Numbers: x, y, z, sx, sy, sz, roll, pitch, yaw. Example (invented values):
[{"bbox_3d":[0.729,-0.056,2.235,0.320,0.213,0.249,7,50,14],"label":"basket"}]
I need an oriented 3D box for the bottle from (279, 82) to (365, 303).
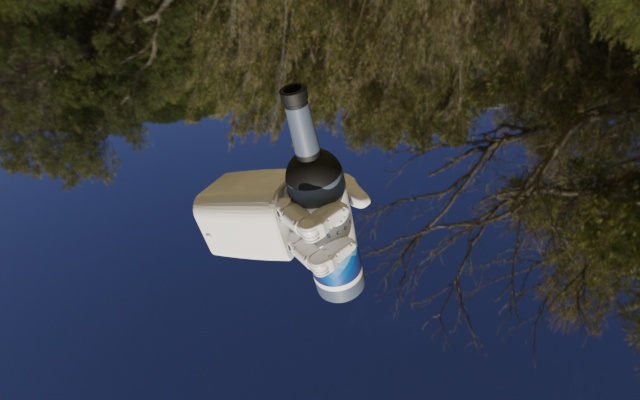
[{"bbox_3d":[0.000,0.002,0.561,0.069,0.296,0.069,-8,39,7],"label":"bottle"}]
